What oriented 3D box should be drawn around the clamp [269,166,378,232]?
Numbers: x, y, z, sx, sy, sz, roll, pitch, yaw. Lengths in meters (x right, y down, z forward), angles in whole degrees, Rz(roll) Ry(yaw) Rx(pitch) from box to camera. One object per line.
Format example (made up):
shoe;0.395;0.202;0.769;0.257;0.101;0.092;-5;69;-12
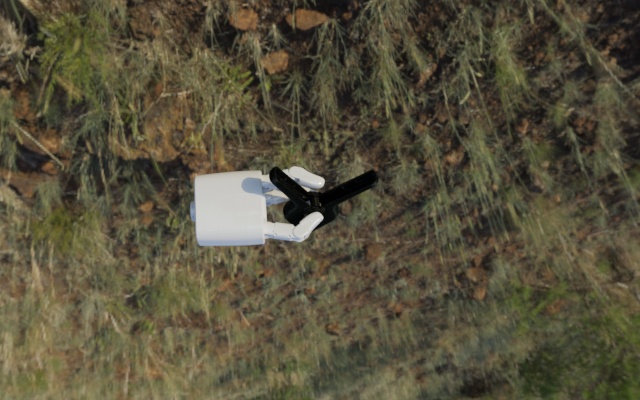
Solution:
clamp;0.000;0.004;0.784;0.164;0.036;0.210;-1;-26;-5
